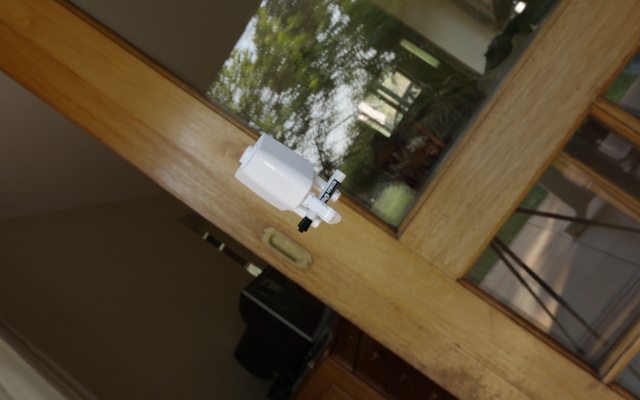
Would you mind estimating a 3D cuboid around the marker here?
[{"bbox_3d":[0.000,0.003,0.793,0.020,0.121,0.020,35,3,-2],"label":"marker"}]
